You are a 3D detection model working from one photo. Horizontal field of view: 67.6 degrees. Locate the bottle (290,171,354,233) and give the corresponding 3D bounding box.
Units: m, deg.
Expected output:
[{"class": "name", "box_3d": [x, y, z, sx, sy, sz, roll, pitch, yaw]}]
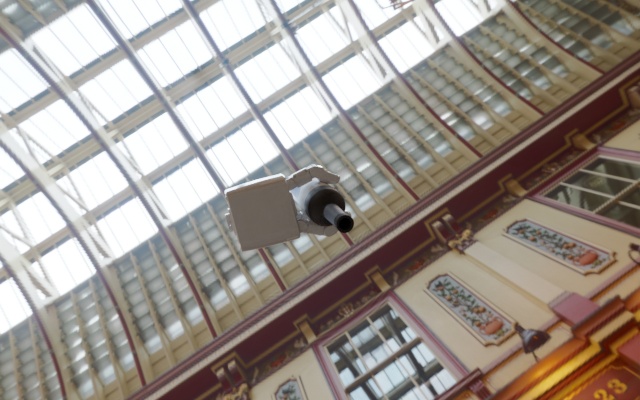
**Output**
[{"class": "bottle", "box_3d": [0.000, 0.003, 0.835, 0.069, 0.069, 0.295, 0, 13, -15]}]
